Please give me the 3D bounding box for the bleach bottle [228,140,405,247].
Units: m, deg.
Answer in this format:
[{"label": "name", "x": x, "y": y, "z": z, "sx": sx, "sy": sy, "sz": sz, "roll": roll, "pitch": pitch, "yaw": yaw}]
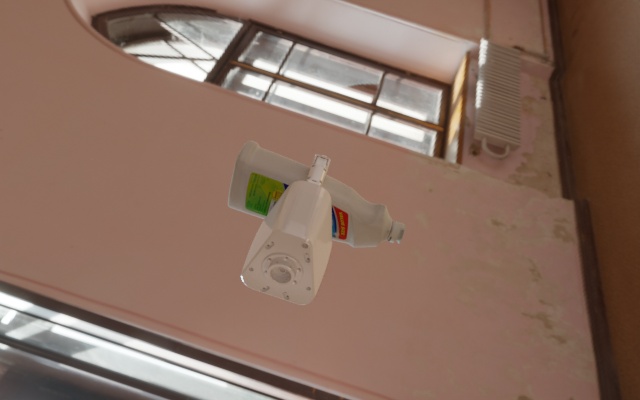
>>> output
[{"label": "bleach bottle", "x": 0.000, "y": 0.002, "z": 0.680, "sx": 0.251, "sy": 0.103, "sz": 0.068, "roll": 18, "pitch": 35, "yaw": 0}]
